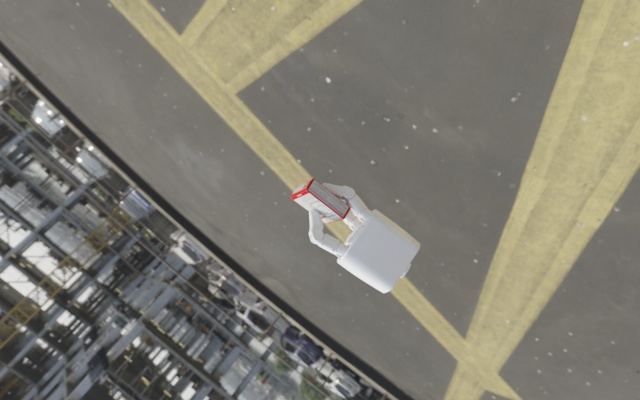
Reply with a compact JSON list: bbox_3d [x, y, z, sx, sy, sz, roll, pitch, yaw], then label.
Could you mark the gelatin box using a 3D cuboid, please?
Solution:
[{"bbox_3d":[0.000,0.003,0.856,0.089,0.030,0.073,37,-23,-15],"label":"gelatin box"}]
